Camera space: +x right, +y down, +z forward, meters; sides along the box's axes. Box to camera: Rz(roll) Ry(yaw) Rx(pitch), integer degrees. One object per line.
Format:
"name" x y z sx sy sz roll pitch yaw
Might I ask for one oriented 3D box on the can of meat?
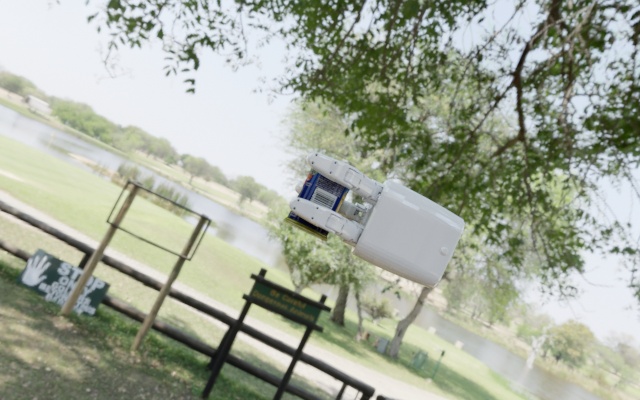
"can of meat" 0.000 0.002 0.593 0.057 0.084 0.102 26 -4 3
